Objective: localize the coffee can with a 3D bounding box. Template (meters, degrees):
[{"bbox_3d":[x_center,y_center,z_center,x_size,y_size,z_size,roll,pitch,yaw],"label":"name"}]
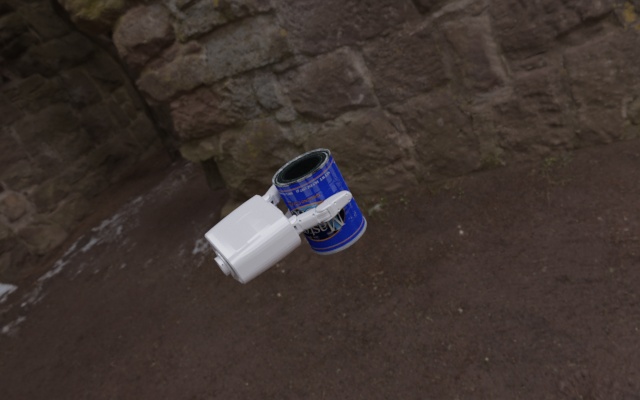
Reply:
[{"bbox_3d":[0.000,0.003,0.772,0.103,0.140,0.102,-24,24,11],"label":"coffee can"}]
